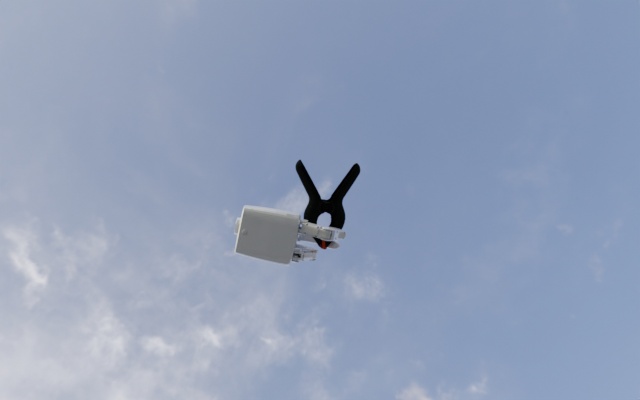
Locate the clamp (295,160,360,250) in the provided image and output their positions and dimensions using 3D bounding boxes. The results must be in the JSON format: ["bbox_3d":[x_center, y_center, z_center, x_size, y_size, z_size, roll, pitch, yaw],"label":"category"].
[{"bbox_3d":[0.000,0.003,0.893,0.120,0.171,0.039,12,6,-4],"label":"clamp"}]
